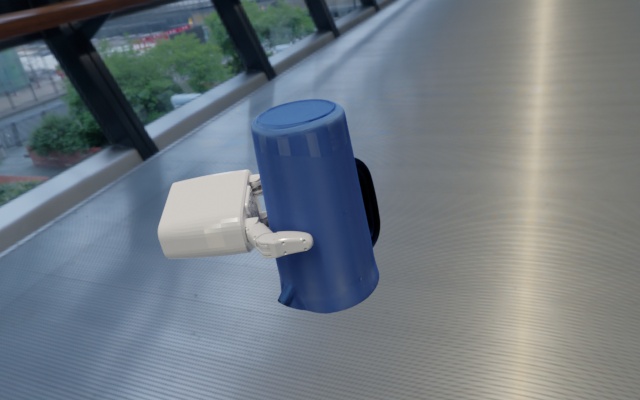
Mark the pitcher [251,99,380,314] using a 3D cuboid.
[{"bbox_3d":[0.000,0.002,0.593,0.145,0.243,0.149,-8,27,5],"label":"pitcher"}]
